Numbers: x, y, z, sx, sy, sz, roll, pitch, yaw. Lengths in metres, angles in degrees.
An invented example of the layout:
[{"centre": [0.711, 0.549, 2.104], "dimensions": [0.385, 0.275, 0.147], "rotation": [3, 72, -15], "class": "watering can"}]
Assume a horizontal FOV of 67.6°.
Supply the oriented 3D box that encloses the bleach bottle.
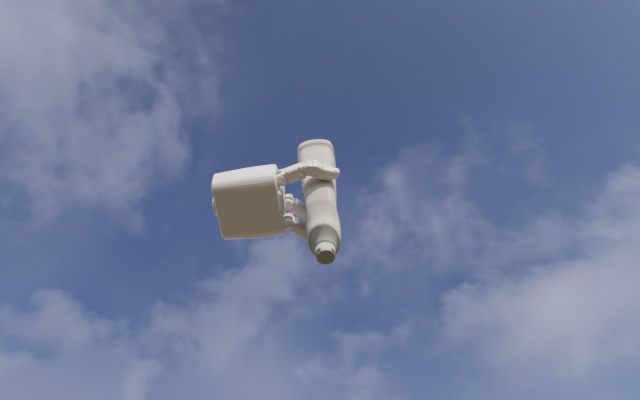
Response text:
[{"centre": [0.000, 0.003, 0.794], "dimensions": [0.068, 0.103, 0.250], "rotation": [-7, 37, 1], "class": "bleach bottle"}]
